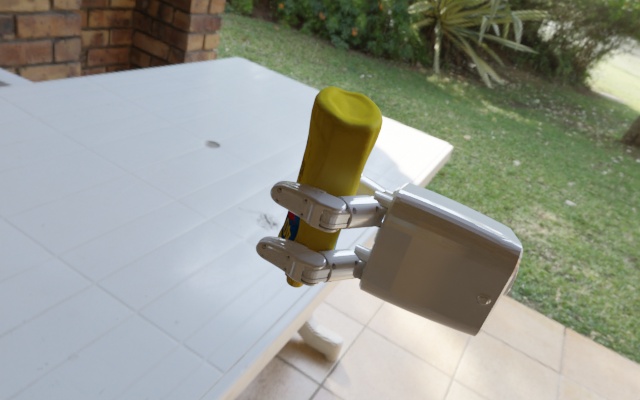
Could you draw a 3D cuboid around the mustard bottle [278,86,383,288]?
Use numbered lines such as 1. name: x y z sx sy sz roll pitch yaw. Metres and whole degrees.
1. mustard bottle: 0.000 0.001 0.433 0.058 0.192 0.096 12 29 -10
